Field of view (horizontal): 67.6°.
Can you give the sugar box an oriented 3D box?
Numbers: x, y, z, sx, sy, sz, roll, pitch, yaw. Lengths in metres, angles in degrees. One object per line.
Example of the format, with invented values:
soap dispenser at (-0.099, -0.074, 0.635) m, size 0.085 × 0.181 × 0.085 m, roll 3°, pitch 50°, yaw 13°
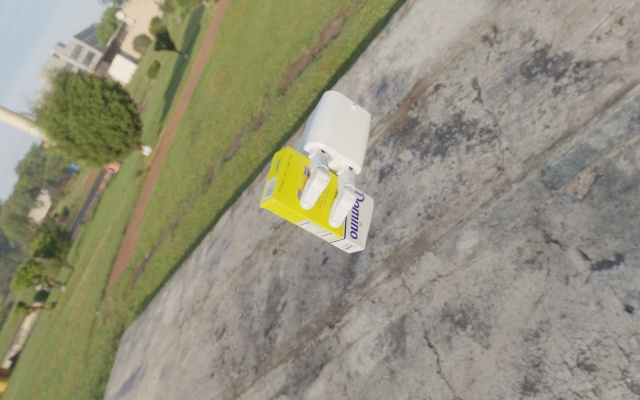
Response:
sugar box at (0.000, 0.002, 0.722) m, size 0.176 × 0.093 × 0.048 m, roll 28°, pitch -29°, yaw -26°
